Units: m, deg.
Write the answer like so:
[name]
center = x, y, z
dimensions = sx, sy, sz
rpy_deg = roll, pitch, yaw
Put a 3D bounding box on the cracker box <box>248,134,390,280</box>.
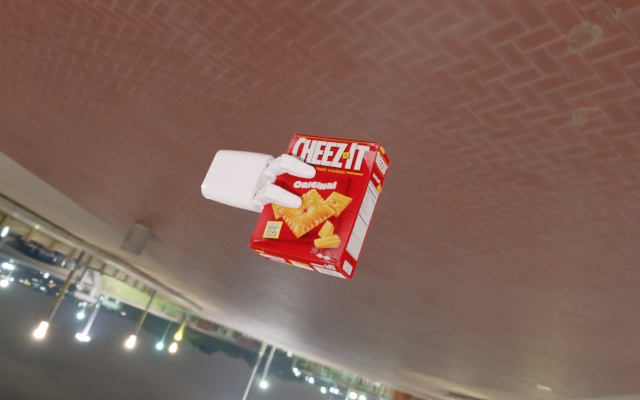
[cracker box]
center = 0.000, 0.003, 0.771
dimensions = 0.164, 0.213, 0.072
rpy_deg = 10, -21, 27
